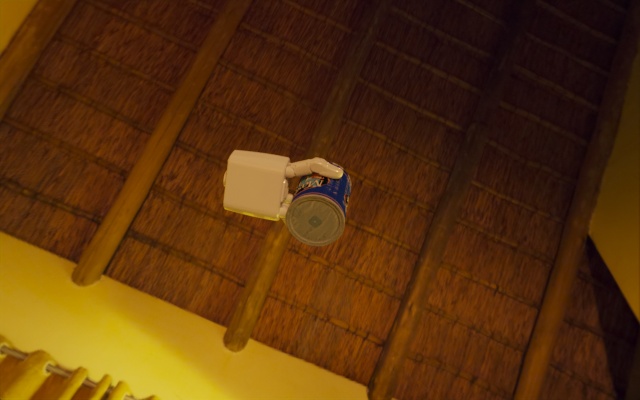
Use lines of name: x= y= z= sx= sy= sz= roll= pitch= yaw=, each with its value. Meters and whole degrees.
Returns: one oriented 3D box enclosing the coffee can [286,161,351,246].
coffee can: x=0.000 y=0.003 z=0.878 sx=0.103 sy=0.103 sz=0.140 roll=0 pitch=30 yaw=9
